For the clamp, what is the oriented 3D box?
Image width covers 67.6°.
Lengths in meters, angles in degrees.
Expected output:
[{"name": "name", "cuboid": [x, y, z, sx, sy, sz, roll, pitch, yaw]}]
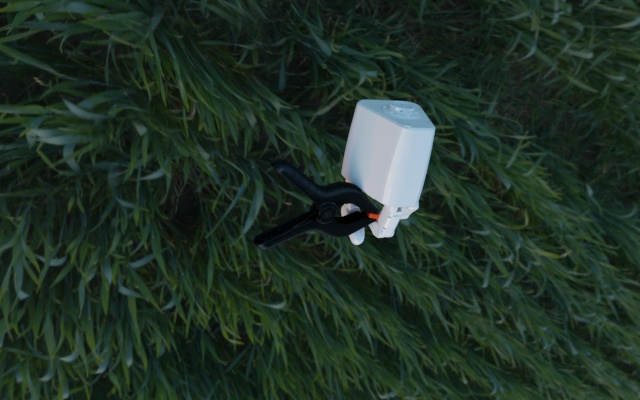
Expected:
[{"name": "clamp", "cuboid": [0.000, 0.002, 0.614, 0.171, 0.120, 0.039, -5, 34, -24]}]
